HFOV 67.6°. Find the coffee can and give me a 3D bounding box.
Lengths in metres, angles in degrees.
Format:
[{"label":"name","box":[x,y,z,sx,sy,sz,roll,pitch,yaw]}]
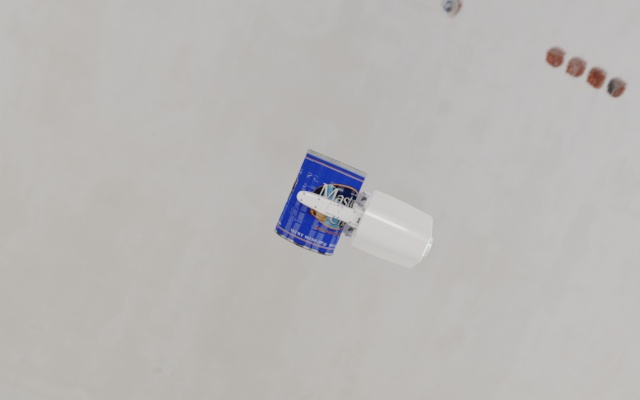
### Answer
[{"label":"coffee can","box":[0.000,0.002,0.756,0.103,0.140,0.103,23,4,-2]}]
